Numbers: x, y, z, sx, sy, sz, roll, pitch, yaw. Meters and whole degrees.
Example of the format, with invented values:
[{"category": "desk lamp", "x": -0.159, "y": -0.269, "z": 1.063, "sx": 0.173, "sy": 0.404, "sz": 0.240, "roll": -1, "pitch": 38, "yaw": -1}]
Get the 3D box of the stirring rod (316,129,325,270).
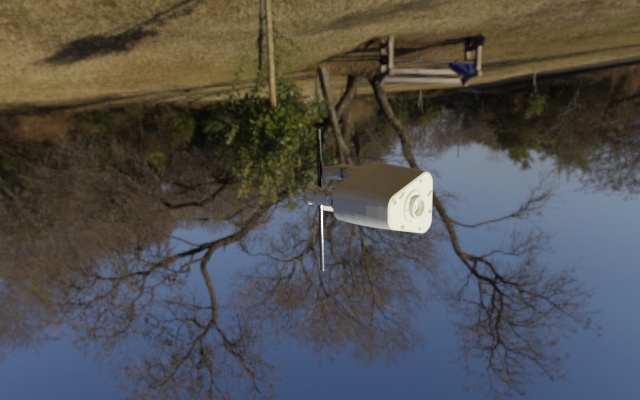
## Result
[{"category": "stirring rod", "x": 0.000, "y": 0.003, "z": 0.797, "sx": 0.011, "sy": 0.239, "sz": 0.011, "roll": -2, "pitch": 14, "yaw": 0}]
